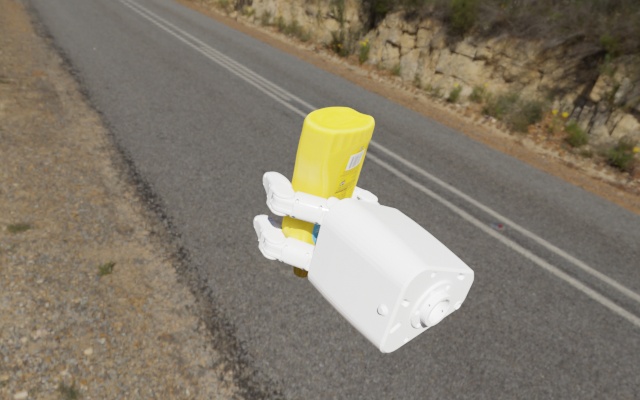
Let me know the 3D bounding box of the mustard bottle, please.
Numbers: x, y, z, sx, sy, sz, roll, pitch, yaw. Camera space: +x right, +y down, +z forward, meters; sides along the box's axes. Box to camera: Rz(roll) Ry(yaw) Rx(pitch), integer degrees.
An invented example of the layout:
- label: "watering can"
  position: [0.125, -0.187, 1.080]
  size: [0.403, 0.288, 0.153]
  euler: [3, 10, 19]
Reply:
- label: "mustard bottle"
  position: [0.000, 0.001, 0.507]
  size: [0.058, 0.192, 0.096]
  euler: [25, 28, 20]
